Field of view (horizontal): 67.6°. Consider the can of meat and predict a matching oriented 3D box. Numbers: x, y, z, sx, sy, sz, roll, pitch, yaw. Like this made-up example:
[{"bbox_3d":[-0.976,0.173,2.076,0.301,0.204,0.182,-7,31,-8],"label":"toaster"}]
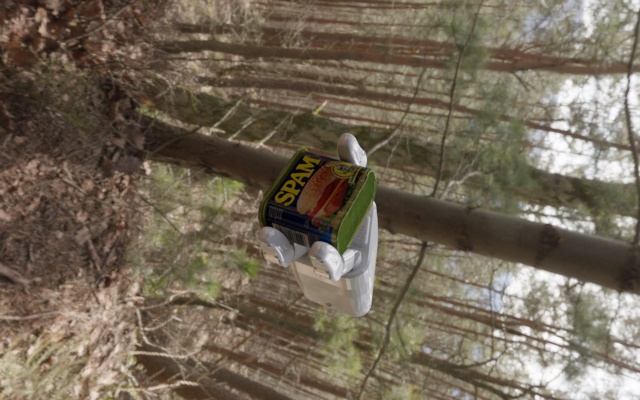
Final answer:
[{"bbox_3d":[0.000,0.002,0.482,0.084,0.102,0.057,17,-37,22],"label":"can of meat"}]
